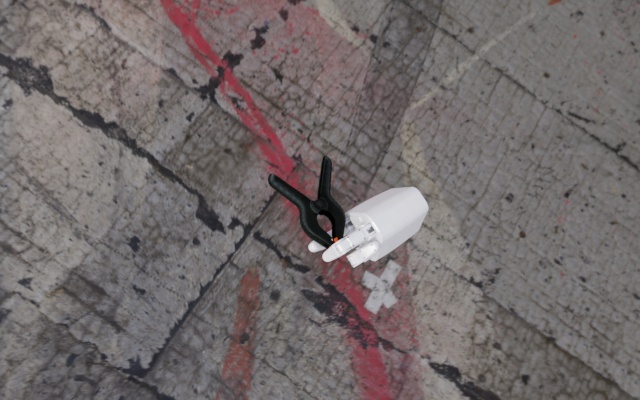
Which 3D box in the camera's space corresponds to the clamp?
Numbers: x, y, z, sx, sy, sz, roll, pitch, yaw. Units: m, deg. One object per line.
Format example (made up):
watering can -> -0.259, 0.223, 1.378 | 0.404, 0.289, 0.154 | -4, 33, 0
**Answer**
clamp -> 0.000, 0.003, 0.823 | 0.120, 0.171, 0.039 | -31, -8, -17
